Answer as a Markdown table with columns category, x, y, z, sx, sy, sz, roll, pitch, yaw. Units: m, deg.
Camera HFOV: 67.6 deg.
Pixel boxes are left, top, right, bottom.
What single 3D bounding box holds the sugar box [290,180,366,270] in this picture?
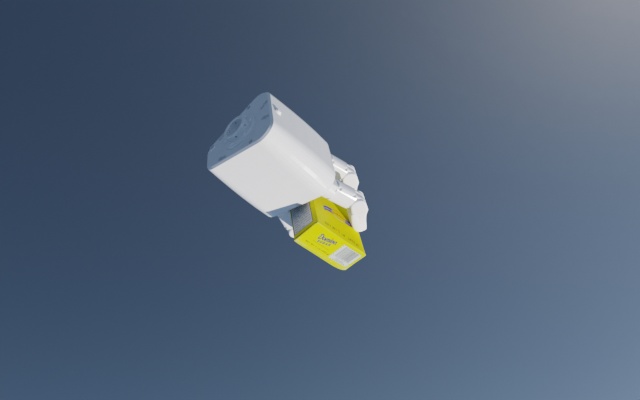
| category | x | y | z | sx | sy | sz | roll | pitch | yaw |
| --- | --- | --- | --- | --- | --- | --- | --- | --- | --- |
| sugar box | 0.000 | 0.002 | 0.641 | 0.048 | 0.176 | 0.093 | -38 | -53 | 22 |
